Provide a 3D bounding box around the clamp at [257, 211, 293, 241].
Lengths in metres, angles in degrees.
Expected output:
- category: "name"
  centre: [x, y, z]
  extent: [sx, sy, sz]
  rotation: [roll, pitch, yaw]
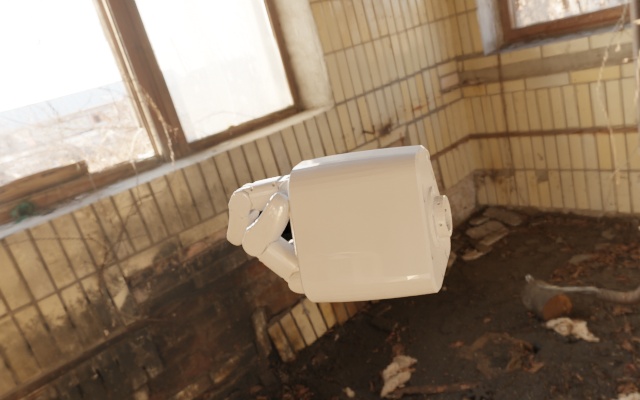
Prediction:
- category: "clamp"
  centre: [0.000, 0.001, 0.491]
  extent: [0.120, 0.039, 0.171]
  rotation: [-8, 18, 24]
